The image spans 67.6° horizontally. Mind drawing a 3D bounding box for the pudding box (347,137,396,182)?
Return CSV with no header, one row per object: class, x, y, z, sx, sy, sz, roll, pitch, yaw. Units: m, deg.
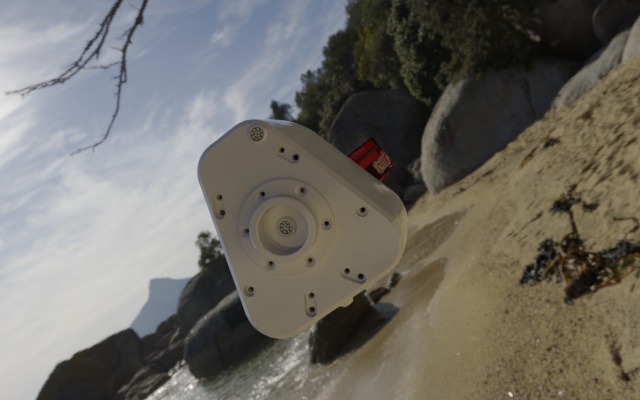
pudding box,0.000,0.001,0.405,0.113,0.039,0.090,-35,2,38
